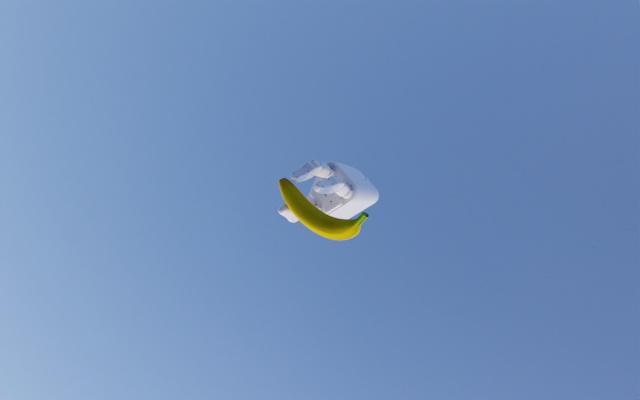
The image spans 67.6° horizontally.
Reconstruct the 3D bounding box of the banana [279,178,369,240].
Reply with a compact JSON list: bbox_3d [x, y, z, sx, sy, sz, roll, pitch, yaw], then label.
[{"bbox_3d":[-0.003,0.021,0.817,0.197,0.069,0.037,23,11,34],"label":"banana"}]
